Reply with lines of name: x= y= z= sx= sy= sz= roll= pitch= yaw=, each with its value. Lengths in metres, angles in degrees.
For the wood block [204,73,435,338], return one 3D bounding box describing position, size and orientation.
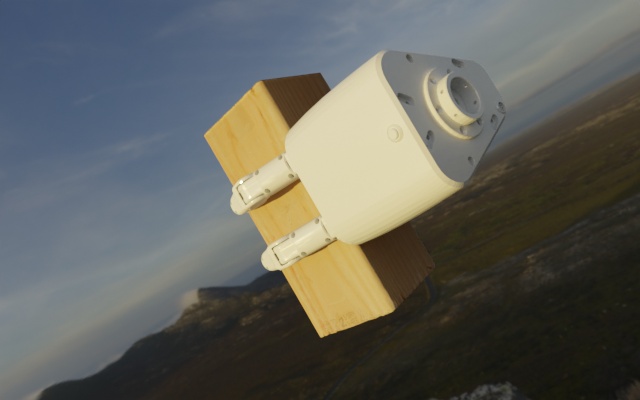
wood block: x=0.000 y=0.001 z=0.427 sx=0.090 sy=0.206 sz=0.091 roll=-32 pitch=-4 yaw=39
